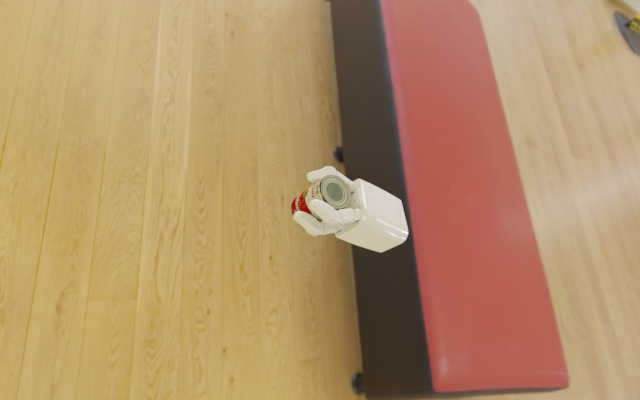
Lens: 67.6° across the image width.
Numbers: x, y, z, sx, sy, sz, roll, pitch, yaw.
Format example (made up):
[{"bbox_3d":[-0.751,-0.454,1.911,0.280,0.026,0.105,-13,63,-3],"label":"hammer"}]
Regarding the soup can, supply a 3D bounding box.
[{"bbox_3d":[0.000,0.002,0.872,0.068,0.068,0.102,0,-22,-36],"label":"soup can"}]
